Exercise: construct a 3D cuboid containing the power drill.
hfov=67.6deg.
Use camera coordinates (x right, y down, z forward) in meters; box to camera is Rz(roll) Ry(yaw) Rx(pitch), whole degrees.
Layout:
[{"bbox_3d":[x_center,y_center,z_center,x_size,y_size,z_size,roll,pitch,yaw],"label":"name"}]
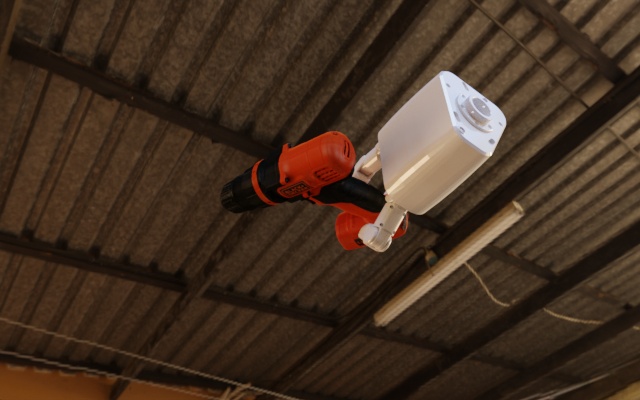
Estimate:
[{"bbox_3d":[0.001,0.002,0.564,0.184,0.057,0.188,-19,-33,37],"label":"power drill"}]
